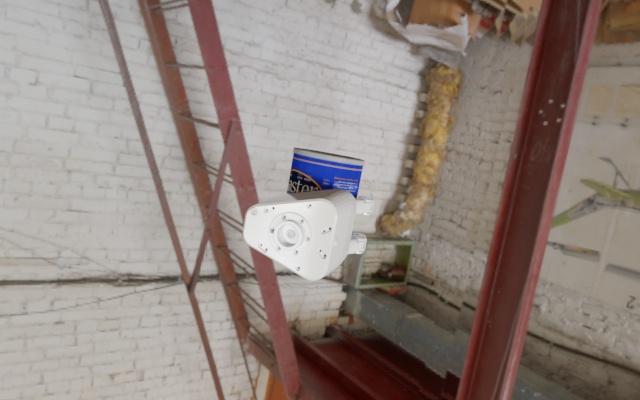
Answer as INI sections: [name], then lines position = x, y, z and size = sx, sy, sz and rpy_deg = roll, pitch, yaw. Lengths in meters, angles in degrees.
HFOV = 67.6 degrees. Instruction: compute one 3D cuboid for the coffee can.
[coffee can]
position = 0.000, 0.002, 0.683
size = 0.103, 0.140, 0.103
rpy_deg = 10, 8, -1
